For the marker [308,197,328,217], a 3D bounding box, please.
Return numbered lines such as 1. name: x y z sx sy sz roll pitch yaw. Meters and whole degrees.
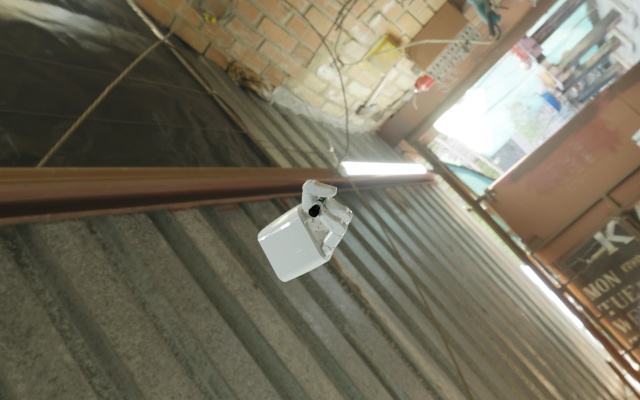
1. marker: 0.000 0.003 0.888 0.020 0.020 0.121 0 20 14
